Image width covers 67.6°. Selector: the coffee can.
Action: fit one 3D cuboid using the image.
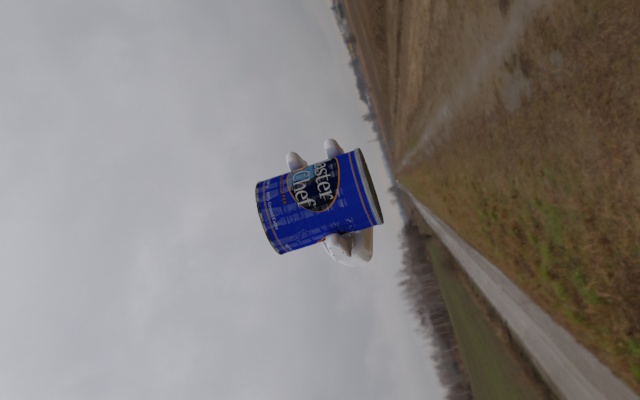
[{"bbox_3d":[0.000,0.002,0.621,0.140,0.103,0.103,-18,-3,9],"label":"coffee can"}]
